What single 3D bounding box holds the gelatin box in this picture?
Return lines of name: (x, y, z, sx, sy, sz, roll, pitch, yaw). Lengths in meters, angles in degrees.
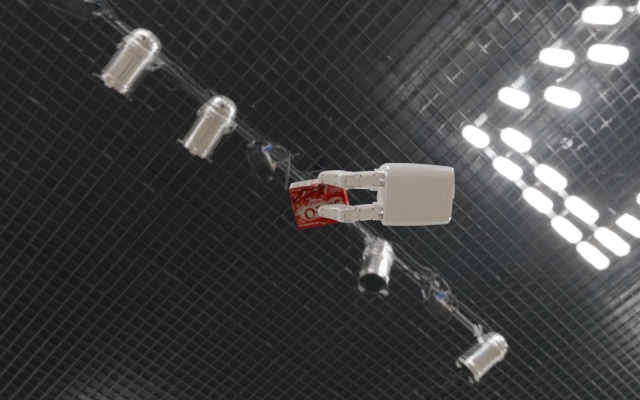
gelatin box: (0.000, 0.002, 0.776, 0.089, 0.073, 0.030, -10, 20, 10)
